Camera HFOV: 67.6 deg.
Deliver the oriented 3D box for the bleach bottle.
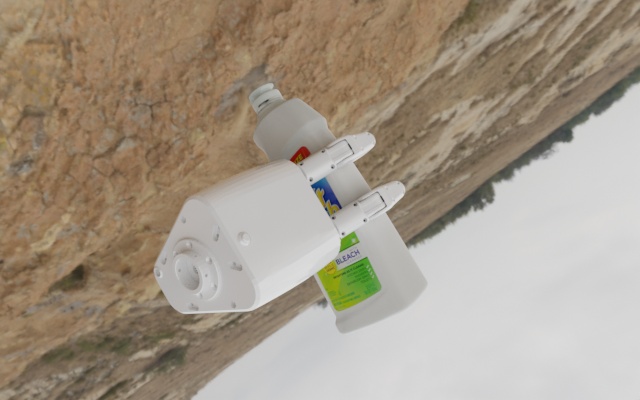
[{"bbox_3d":[0.000,0.002,0.476,0.102,0.251,0.068,-34,-4,38],"label":"bleach bottle"}]
